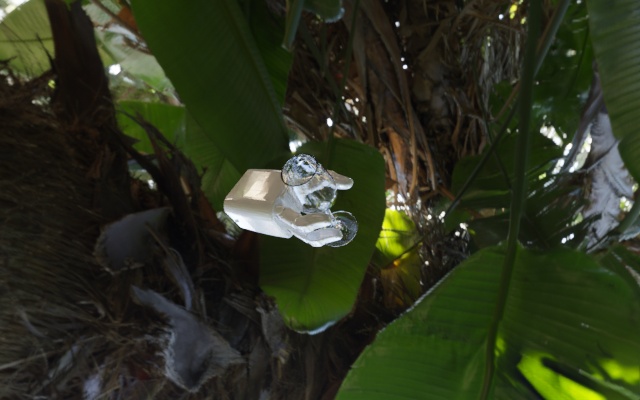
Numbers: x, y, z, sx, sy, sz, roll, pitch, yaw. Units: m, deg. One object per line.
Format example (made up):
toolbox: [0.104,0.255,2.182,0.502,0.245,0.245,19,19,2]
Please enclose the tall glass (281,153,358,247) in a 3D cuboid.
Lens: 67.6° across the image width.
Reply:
tall glass: [0.001,0.003,0.816,0.079,0.079,0.201,0,-30,23]
